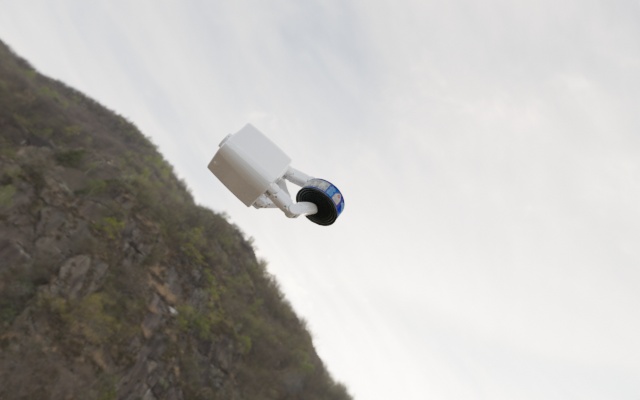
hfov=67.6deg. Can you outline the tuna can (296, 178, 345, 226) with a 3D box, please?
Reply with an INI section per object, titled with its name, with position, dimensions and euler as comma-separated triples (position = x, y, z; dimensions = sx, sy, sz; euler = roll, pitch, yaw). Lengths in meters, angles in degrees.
[tuna can]
position = 0.000, 0.003, 0.855
dimensions = 0.086, 0.086, 0.033
euler = 0, 36, 38
